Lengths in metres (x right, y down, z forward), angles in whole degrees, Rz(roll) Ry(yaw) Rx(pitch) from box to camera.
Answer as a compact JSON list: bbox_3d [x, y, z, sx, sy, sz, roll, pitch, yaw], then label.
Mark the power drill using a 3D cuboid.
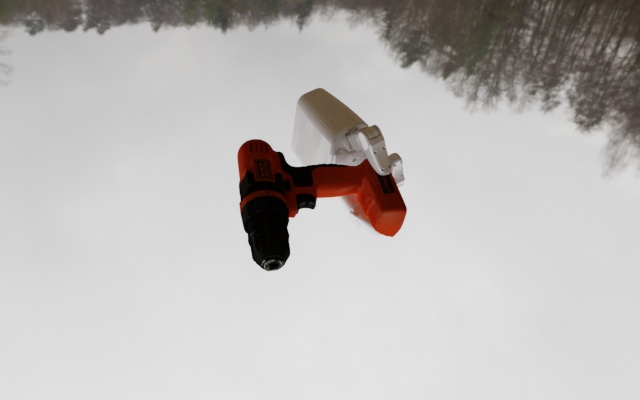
[{"bbox_3d":[0.000,0.002,0.550,0.187,0.184,0.057,3,-44,-19],"label":"power drill"}]
